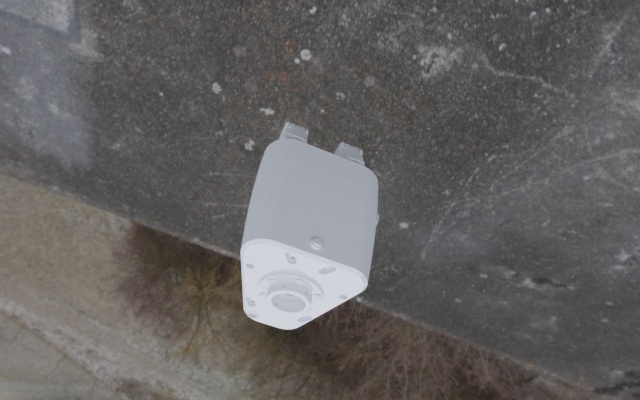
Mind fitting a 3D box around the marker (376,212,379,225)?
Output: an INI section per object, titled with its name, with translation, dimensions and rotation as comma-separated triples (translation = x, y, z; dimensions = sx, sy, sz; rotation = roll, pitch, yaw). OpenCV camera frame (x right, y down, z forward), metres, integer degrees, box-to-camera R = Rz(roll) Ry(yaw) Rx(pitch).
[marker]
translation = 0.000, 0.002, 0.475
dimensions = 0.121, 0.020, 0.020
rotation = 20, -4, -10
